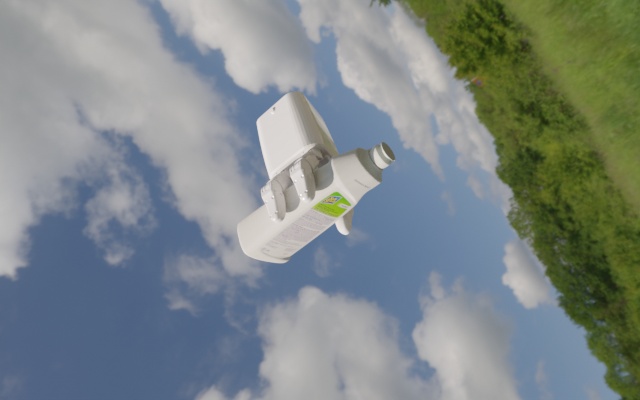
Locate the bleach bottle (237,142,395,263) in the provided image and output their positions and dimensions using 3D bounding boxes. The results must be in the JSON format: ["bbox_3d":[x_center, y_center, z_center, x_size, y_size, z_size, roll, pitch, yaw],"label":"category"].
[{"bbox_3d":[0.000,0.002,0.668,0.251,0.068,0.102,-34,-31,28],"label":"bleach bottle"}]
